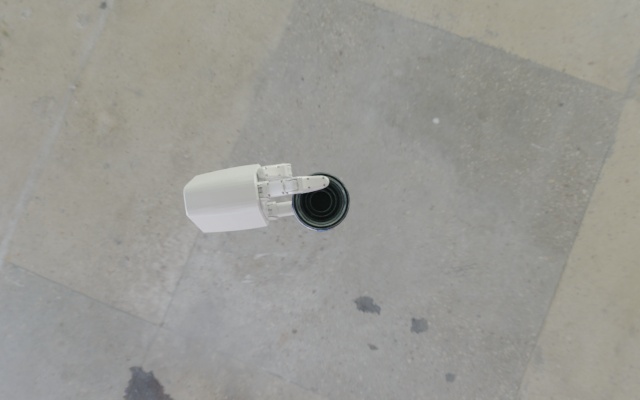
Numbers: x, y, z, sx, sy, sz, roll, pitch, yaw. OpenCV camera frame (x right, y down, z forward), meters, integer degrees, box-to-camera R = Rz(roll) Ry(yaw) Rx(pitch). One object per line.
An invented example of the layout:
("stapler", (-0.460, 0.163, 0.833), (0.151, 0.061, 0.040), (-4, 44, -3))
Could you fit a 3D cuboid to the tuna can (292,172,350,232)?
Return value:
("tuna can", (0.000, 0.002, 0.701), (0.086, 0.086, 0.034), (0, -6, -3))
